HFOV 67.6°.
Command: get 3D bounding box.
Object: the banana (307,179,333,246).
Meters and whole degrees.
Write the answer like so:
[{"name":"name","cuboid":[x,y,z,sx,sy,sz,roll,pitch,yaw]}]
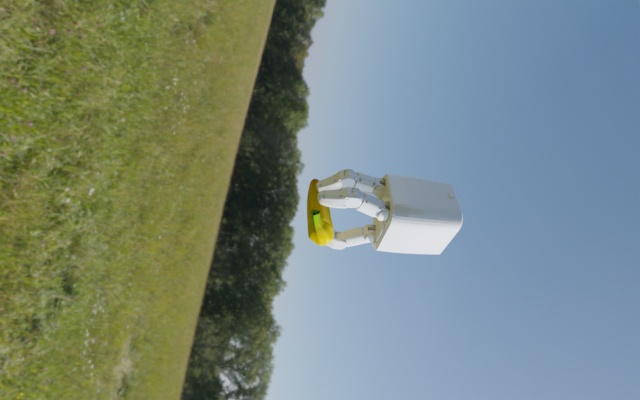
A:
[{"name":"banana","cuboid":[-0.001,0.021,0.709,0.037,0.070,0.197,2,15,-4]}]
